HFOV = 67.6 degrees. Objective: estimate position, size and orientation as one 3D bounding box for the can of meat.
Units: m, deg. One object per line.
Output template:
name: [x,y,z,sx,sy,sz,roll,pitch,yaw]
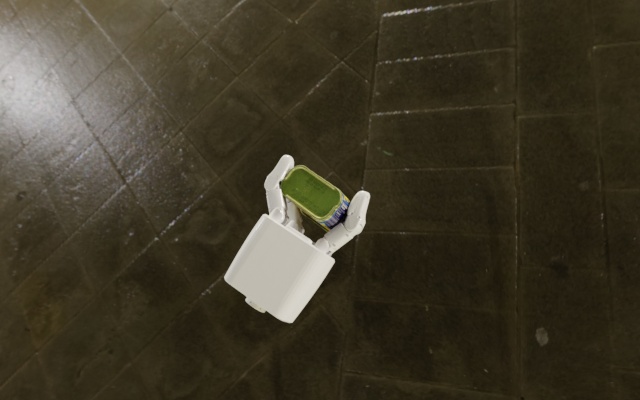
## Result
can of meat: [0.000,0.002,0.683,0.102,0.057,0.084,35,-4,30]
